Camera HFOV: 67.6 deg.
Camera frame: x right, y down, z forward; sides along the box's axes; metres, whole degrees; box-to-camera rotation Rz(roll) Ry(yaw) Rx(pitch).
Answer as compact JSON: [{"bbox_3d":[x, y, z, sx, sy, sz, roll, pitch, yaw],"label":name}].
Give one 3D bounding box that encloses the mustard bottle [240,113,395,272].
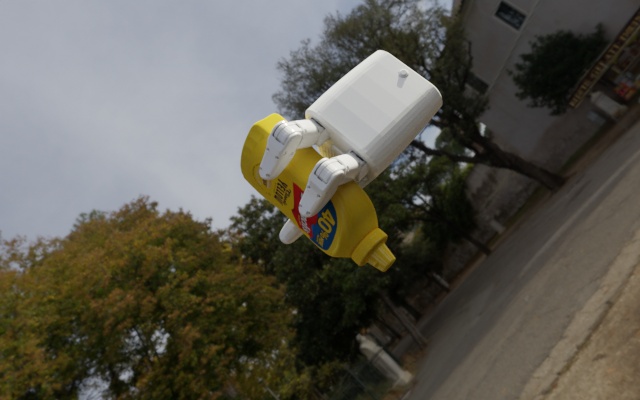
[{"bbox_3d":[0.000,0.002,0.491,0.058,0.191,0.096,-35,-22,-35],"label":"mustard bottle"}]
